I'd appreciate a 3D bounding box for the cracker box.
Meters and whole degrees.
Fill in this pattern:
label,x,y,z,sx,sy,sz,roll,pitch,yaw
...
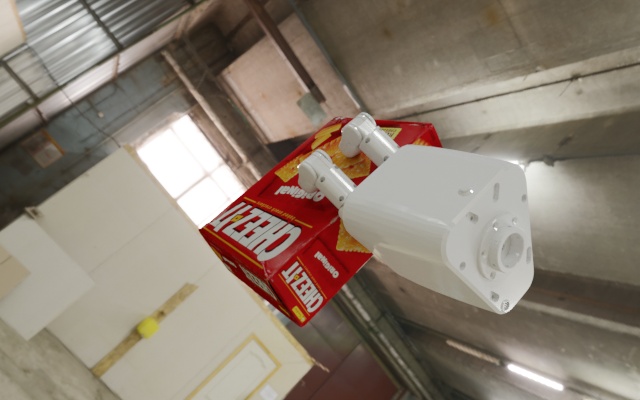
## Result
label,x,y,z,sx,sy,sz,roll,pitch,yaw
cracker box,0.000,0.002,0.487,0.213,0.072,0.164,-42,30,-19
